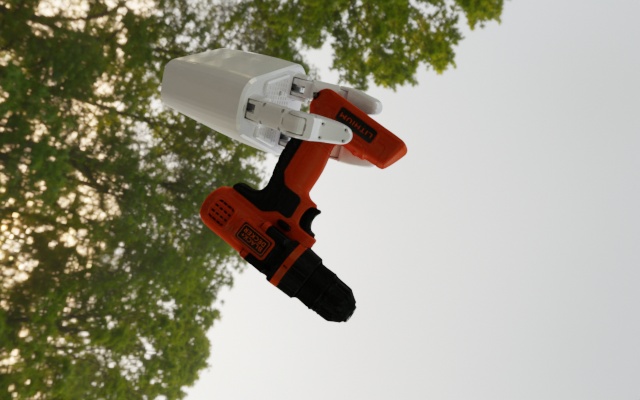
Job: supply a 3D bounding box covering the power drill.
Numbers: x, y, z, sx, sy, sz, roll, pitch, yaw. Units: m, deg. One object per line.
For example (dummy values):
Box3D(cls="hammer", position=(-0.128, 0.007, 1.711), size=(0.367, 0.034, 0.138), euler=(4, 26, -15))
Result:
Box3D(cls="power drill", position=(0.000, 0.001, 0.470), size=(0.184, 0.187, 0.057), euler=(38, 0, 5))
